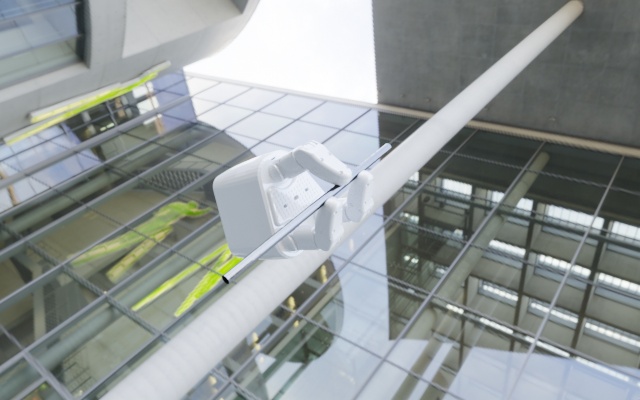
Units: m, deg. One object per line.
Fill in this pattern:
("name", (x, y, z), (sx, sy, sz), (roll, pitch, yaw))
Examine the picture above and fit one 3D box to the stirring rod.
("stirring rod", (0.000, 0.001, 0.441), (0.011, 0.011, 0.239), (0, 30, 44))
